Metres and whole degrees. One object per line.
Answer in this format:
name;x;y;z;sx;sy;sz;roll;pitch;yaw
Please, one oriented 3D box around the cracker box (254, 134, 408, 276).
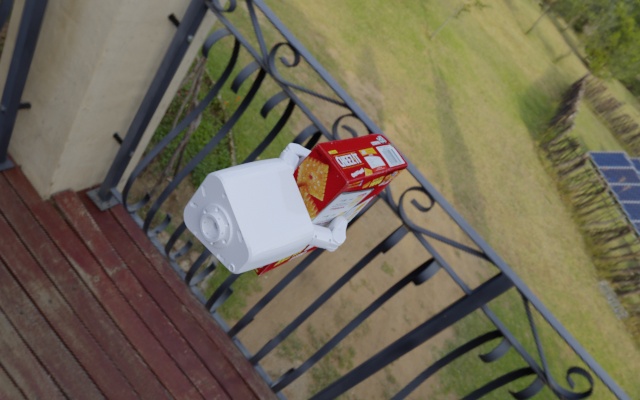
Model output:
cracker box;0.000;0.002;0.678;0.164;0.072;0.214;-19;-22;-52
